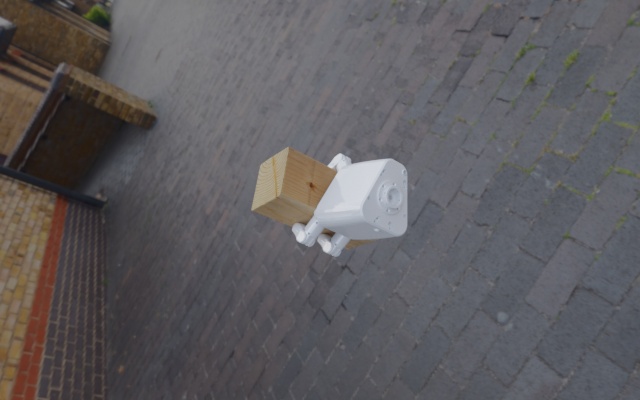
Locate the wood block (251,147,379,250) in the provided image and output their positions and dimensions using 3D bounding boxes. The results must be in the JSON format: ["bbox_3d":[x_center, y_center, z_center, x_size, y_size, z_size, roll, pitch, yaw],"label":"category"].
[{"bbox_3d":[0.000,0.002,0.809,0.206,0.090,0.090,25,-31,-30],"label":"wood block"}]
